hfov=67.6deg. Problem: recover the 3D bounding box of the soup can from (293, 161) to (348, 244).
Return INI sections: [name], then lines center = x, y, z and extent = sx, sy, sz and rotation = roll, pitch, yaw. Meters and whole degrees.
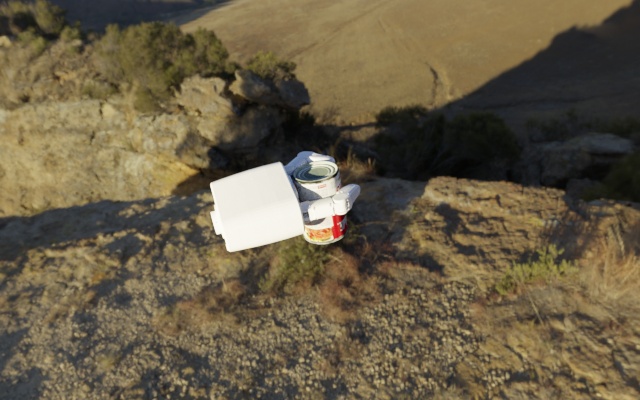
[soup can]
center = 0.001, 0.002, 0.692
extent = 0.068, 0.102, 0.068
rotation = -8, 29, 4
